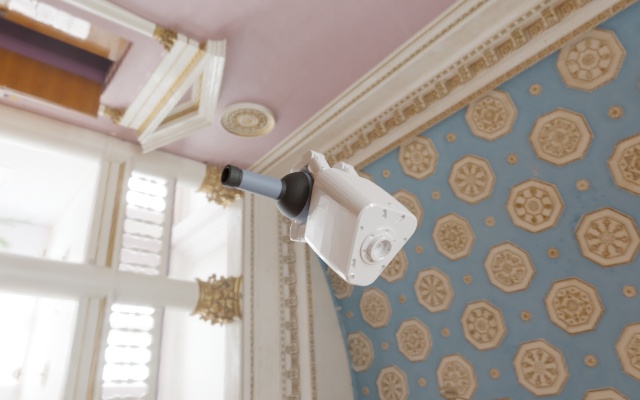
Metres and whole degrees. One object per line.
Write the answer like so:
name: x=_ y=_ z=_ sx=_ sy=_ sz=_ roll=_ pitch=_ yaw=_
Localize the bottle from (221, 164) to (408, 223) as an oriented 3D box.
bottle: x=0.000 y=0.002 z=0.667 sx=0.296 sy=0.069 sz=0.069 roll=16 pitch=-9 yaw=-35
